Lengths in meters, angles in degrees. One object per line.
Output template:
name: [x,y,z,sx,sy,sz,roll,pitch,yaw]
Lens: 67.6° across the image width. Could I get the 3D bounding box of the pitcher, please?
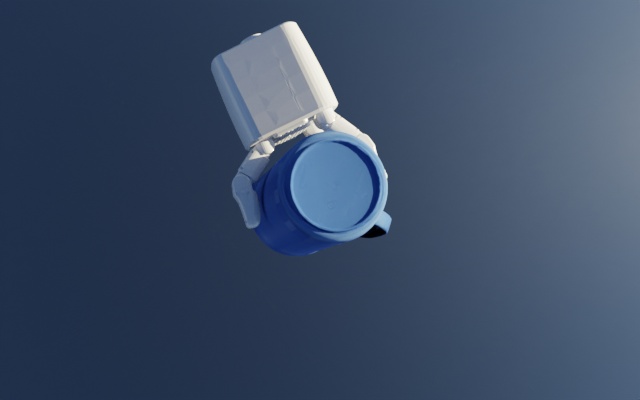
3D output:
pitcher: [0.000,0.002,0.562,0.149,0.145,0.243,-25,0,-13]
